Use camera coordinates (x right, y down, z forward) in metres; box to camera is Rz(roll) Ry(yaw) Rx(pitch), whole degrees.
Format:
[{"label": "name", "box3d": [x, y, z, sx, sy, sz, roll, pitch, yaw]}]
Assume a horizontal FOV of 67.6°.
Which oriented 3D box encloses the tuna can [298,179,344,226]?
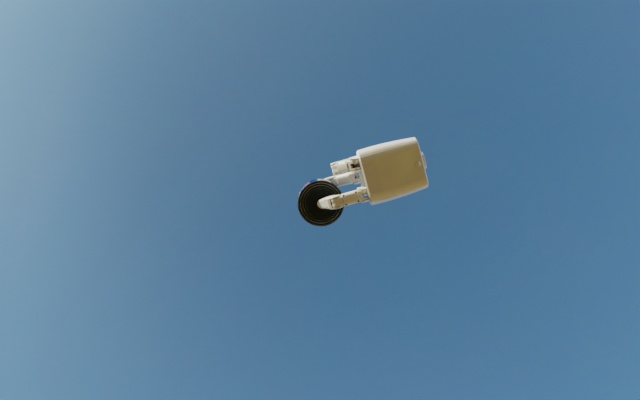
[{"label": "tuna can", "box3d": [0.000, 0.003, 0.889, 0.086, 0.086, 0.033, 0, 9, -3]}]
